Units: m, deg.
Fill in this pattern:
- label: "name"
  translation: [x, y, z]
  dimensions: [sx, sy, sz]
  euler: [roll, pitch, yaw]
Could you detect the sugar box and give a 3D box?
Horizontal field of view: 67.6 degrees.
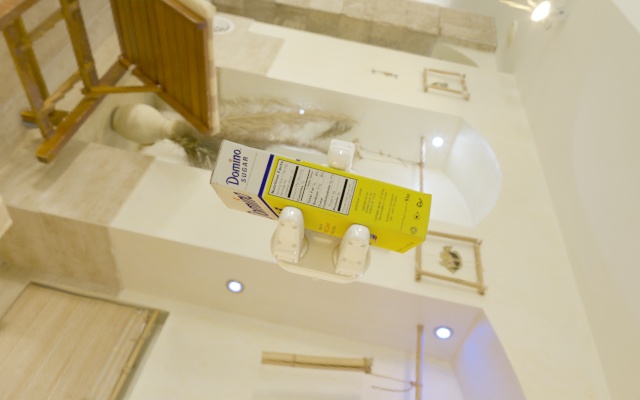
- label: "sugar box"
  translation: [0.000, 0.002, 0.417]
  dimensions: [0.176, 0.048, 0.093]
  euler: [12, -14, 2]
